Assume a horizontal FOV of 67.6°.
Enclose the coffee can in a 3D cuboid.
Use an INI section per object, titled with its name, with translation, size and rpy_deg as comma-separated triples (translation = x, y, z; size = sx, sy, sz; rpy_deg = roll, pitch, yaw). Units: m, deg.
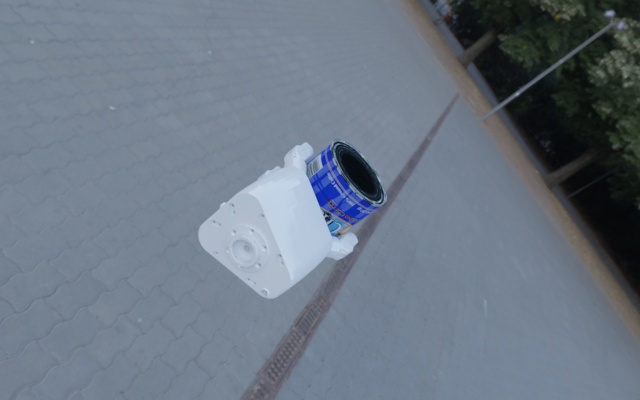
[coffee can]
translation = 0.000, 0.002, 0.625
size = 0.140, 0.102, 0.103
rpy_deg = -38, -19, 26
